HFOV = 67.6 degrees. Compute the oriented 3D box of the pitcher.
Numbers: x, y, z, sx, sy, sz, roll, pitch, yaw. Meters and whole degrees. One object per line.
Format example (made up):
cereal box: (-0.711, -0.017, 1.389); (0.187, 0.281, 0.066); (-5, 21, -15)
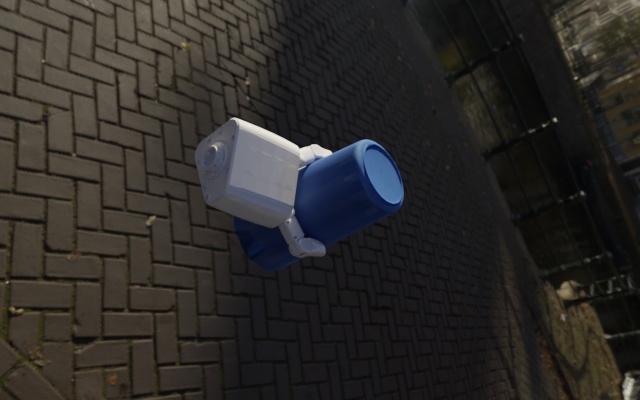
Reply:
pitcher: (0.000, 0.002, 0.713); (0.243, 0.149, 0.145); (-26, -33, 35)
